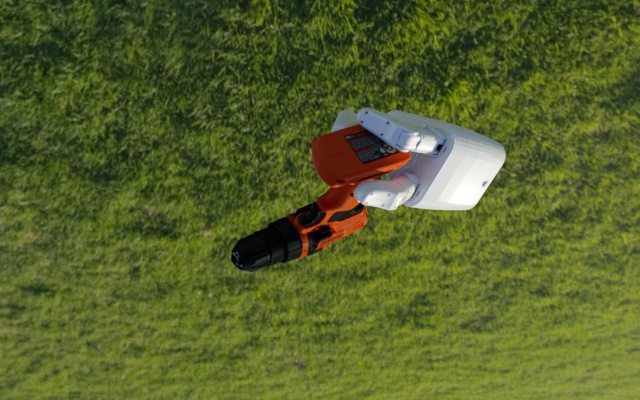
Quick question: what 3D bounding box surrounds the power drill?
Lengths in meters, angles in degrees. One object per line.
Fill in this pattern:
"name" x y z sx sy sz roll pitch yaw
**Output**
"power drill" 0.000 0.001 0.517 0.184 0.057 0.188 -22 -21 -33
